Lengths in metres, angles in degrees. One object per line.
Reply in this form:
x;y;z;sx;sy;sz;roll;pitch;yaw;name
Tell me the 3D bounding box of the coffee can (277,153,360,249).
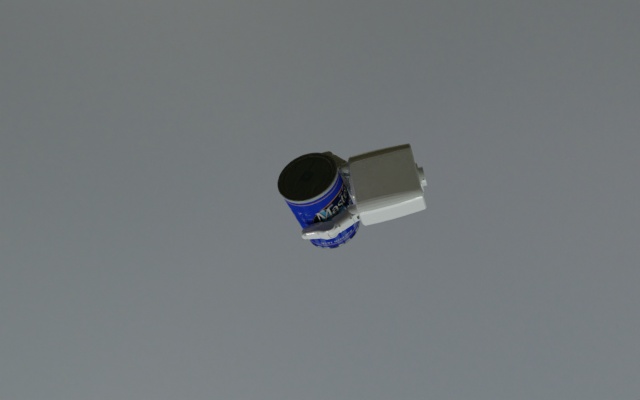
0.000;0.003;0.817;0.103;0.102;0.140;0;-37;24;coffee can
